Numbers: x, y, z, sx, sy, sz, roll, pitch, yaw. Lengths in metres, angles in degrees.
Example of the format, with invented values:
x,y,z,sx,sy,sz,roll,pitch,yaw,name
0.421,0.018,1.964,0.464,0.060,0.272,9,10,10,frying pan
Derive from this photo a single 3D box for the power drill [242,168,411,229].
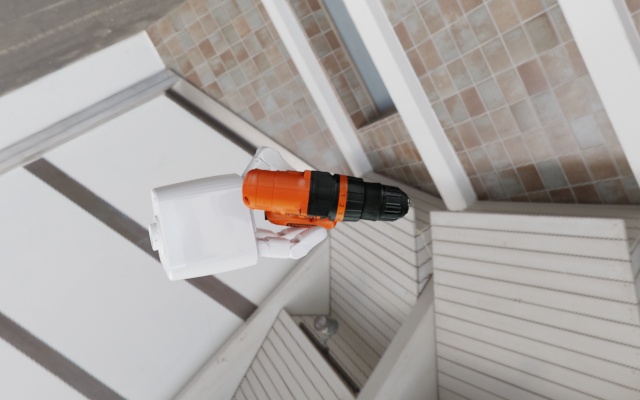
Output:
x,y,z,sx,sy,sz,roll,pitch,yaw,name
0.000,0.002,0.590,0.184,0.057,0.188,8,-8,-5,power drill
